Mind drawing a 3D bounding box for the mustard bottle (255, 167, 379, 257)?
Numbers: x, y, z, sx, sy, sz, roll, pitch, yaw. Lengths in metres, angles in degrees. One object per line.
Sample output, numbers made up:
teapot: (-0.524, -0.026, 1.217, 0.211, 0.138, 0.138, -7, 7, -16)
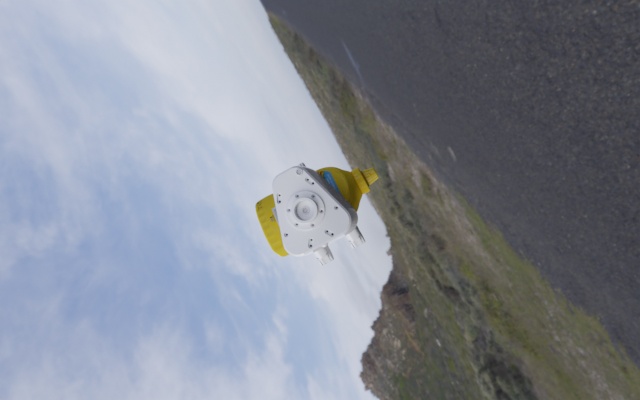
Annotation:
mustard bottle: (0.000, 0.003, 0.731, 0.191, 0.096, 0.058, -28, -29, 6)
